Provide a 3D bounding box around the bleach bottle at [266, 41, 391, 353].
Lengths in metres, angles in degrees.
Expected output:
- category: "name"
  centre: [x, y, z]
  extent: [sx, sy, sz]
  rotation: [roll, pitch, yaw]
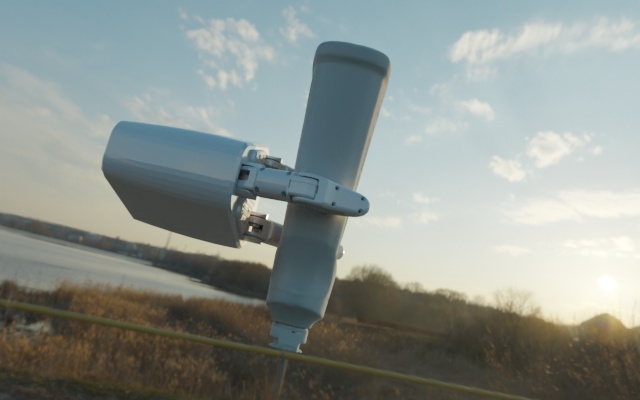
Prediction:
- category: "bleach bottle"
  centre: [0.000, 0.001, 0.410]
  extent: [0.068, 0.250, 0.102]
  rotation: [13, -11, 4]
